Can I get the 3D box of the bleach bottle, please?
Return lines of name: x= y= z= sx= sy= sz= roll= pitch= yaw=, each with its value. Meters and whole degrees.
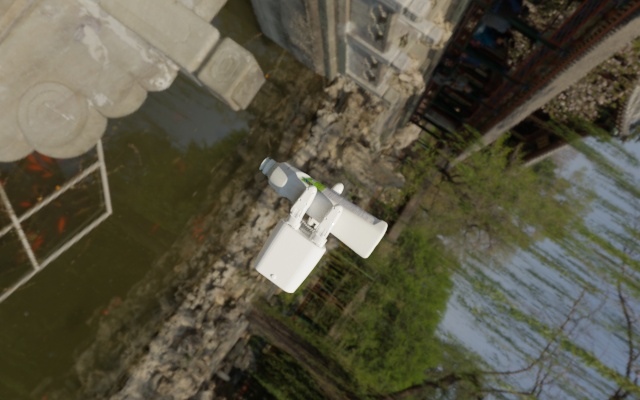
bleach bottle: x=0.000 y=0.003 z=0.872 sx=0.251 sy=0.068 sz=0.102 roll=35 pitch=13 yaw=5
